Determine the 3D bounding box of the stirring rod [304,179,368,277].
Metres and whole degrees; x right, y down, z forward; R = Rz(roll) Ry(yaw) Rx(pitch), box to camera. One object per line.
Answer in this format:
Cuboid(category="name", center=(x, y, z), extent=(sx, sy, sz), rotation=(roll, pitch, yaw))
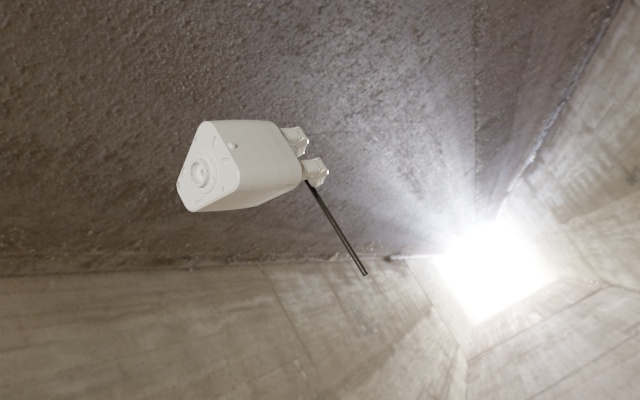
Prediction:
Cuboid(category="stirring rod", center=(0.000, 0.002, 0.675), extent=(0.011, 0.239, 0.011), rotation=(-29, -17, -10))
